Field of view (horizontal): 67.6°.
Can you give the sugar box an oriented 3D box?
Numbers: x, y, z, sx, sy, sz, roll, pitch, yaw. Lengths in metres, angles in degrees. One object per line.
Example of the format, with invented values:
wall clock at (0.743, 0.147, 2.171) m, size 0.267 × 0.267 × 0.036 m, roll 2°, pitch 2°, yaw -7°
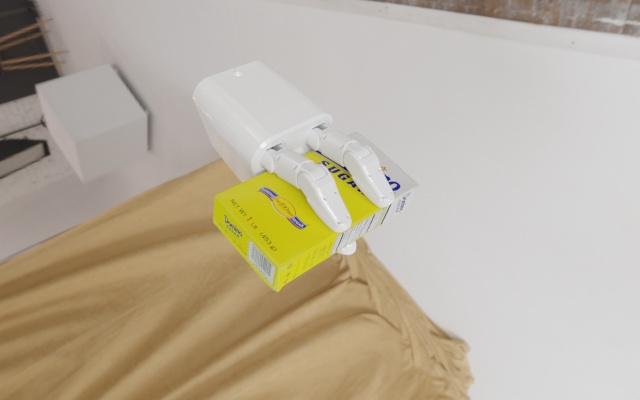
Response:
sugar box at (0.000, 0.001, 0.446) m, size 0.176 × 0.093 × 0.048 m, roll -30°, pitch -27°, yaw -32°
